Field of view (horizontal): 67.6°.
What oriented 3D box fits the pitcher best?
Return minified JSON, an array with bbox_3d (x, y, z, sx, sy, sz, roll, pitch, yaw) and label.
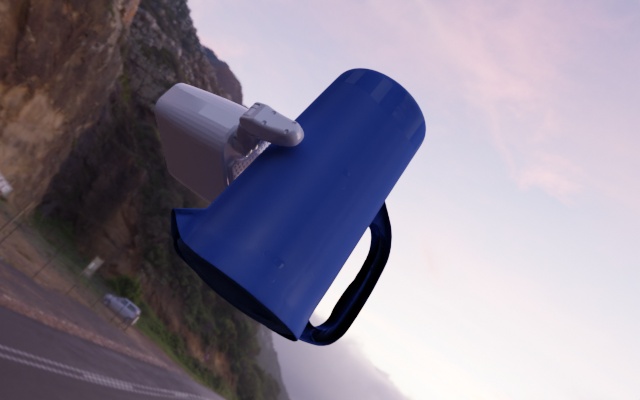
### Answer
[{"bbox_3d":[0.000,0.001,0.442,0.145,0.242,0.149,28,-23,26],"label":"pitcher"}]
